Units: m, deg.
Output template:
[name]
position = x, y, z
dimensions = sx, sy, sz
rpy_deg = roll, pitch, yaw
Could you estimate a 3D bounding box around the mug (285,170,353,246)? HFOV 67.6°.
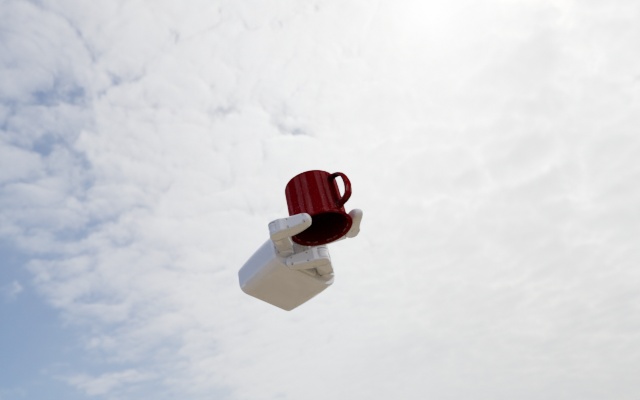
[mug]
position = 0.001, 0.001, 0.695
dimensions = 0.093, 0.081, 0.117
rpy_deg = 17, -45, -38
